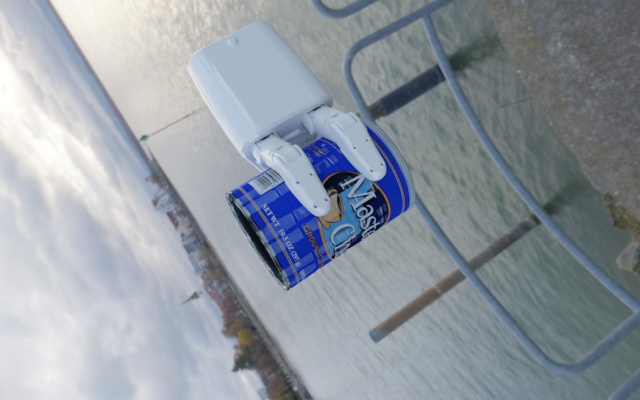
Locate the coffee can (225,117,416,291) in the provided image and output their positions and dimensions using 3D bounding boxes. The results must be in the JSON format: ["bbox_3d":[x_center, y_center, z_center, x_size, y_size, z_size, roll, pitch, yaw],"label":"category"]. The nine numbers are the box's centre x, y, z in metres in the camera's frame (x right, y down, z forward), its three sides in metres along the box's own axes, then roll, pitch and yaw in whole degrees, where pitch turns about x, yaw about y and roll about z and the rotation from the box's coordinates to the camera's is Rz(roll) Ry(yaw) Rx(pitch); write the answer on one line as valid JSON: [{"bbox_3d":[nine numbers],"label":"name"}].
[{"bbox_3d":[0.000,0.002,0.437,0.140,0.103,0.103,-32,9,-15],"label":"coffee can"}]
